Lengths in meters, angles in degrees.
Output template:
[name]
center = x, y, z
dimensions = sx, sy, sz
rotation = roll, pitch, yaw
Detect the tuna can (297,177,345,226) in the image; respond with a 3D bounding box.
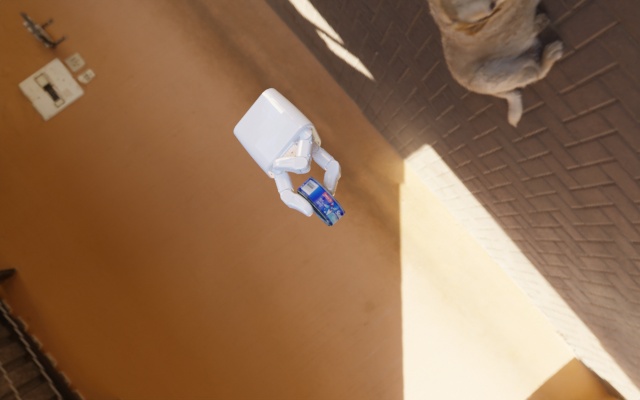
[tuna can]
center = 0.000, 0.003, 0.796
dimensions = 0.034, 0.086, 0.086
rotation = -43, 6, -7
